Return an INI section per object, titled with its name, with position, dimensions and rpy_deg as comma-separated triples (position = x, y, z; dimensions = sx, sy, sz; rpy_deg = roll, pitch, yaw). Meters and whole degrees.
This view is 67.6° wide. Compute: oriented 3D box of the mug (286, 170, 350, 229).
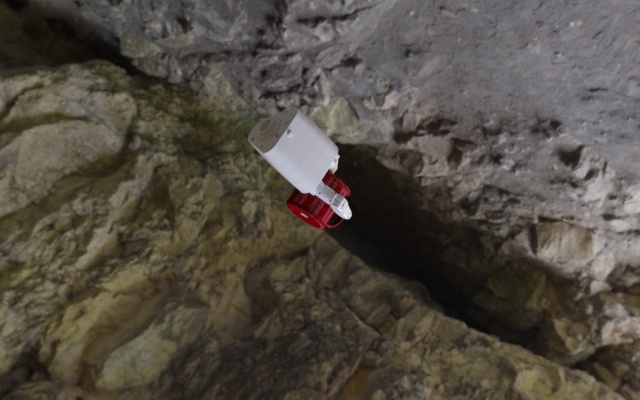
[mug]
position = 0.001, 0.004, 0.853
dimensions = 0.117, 0.081, 0.093
rpy_deg = 43, -17, -32
